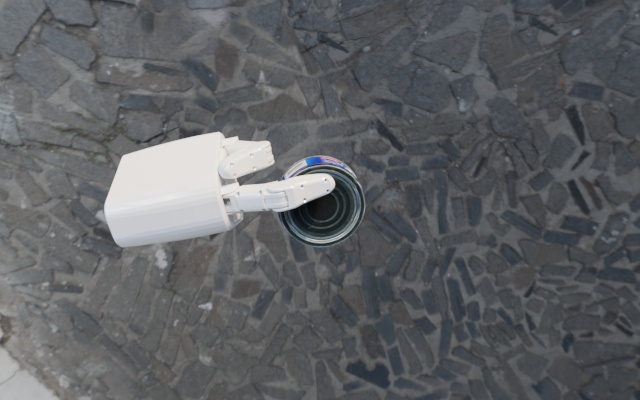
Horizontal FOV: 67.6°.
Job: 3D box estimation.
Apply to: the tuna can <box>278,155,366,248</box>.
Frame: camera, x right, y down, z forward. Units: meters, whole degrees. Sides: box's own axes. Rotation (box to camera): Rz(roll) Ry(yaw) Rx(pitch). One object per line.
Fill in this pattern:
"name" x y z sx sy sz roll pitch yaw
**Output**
"tuna can" 0.000 0.002 0.464 0.086 0.086 0.033 0 18 -7
